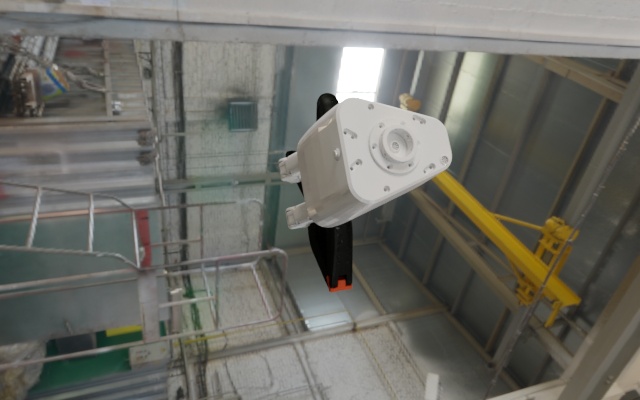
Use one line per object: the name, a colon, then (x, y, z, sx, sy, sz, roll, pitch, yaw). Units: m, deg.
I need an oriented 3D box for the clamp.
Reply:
clamp: (0.001, 0.002, 0.565, 0.036, 0.210, 0.164, -6, -9, -19)
